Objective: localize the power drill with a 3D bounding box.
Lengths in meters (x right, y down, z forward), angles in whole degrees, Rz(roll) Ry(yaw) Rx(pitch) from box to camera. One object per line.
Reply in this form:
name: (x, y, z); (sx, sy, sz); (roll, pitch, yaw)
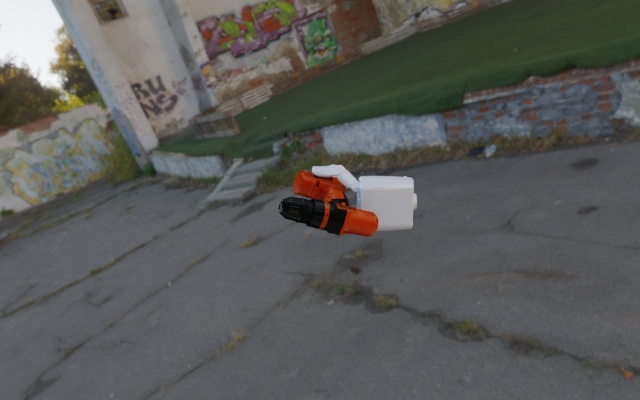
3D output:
power drill: (0.000, 0.003, 0.900); (0.184, 0.057, 0.187); (14, 20, -19)
